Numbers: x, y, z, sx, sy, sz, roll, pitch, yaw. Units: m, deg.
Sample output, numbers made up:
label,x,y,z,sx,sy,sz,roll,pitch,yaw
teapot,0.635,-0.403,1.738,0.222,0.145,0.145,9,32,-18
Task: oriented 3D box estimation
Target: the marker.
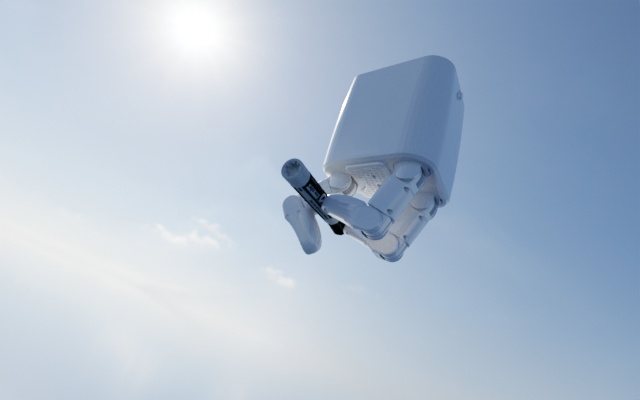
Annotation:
label,x,y,z,sx,sy,sz,roll,pitch,yaw
marker,0.000,0.001,0.415,0.020,0.020,0.121,0,-26,24
